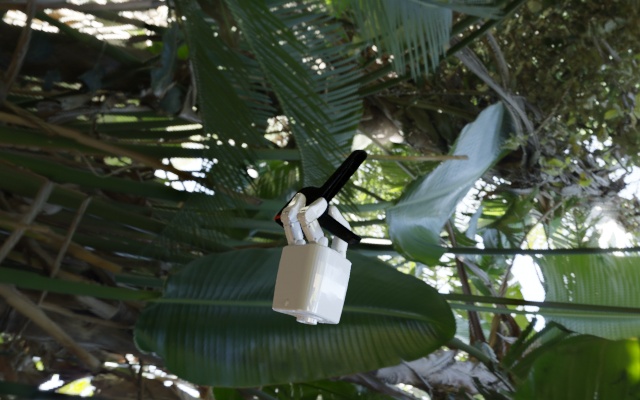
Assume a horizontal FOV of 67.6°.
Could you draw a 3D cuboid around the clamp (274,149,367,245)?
[{"bbox_3d":[0.000,0.003,0.817,0.036,0.164,0.210,28,-25,-37],"label":"clamp"}]
